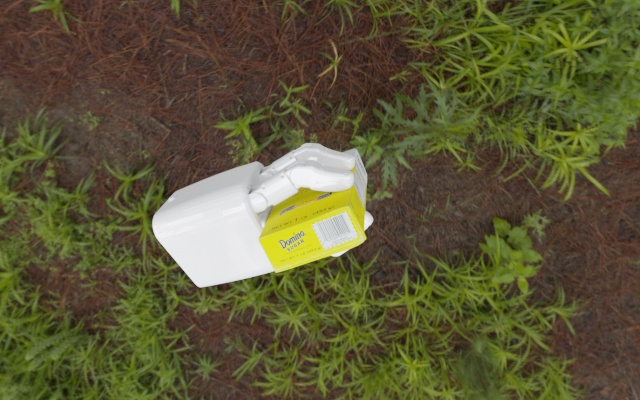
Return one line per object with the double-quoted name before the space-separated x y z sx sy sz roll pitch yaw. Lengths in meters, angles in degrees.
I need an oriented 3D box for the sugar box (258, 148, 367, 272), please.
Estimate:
"sugar box" 0.000 0.001 0.506 0.093 0.048 0.176 -20 22 13
